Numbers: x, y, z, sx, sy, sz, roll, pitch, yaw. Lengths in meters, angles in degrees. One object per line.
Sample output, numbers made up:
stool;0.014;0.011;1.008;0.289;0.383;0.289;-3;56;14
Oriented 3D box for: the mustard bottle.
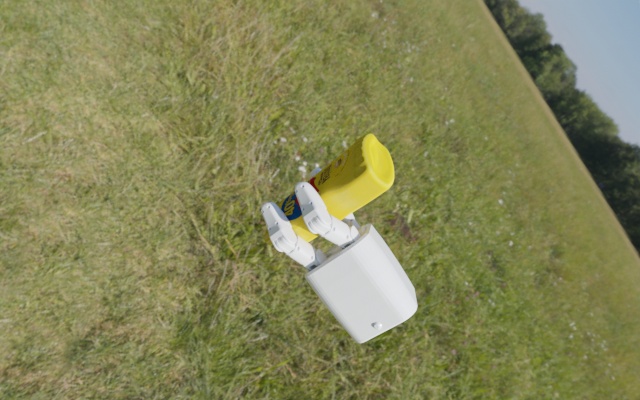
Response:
mustard bottle;0.000;0.002;0.586;0.192;0.058;0.096;-37;24;27
